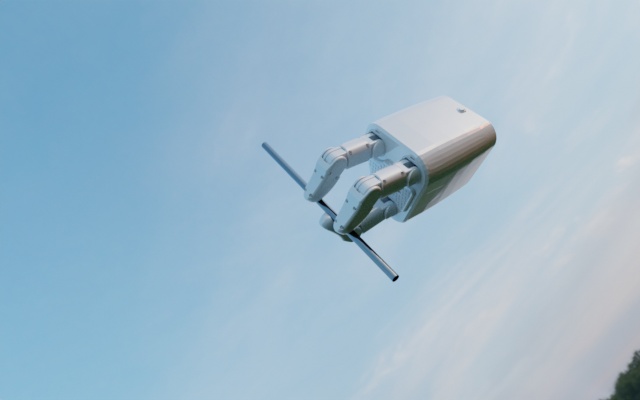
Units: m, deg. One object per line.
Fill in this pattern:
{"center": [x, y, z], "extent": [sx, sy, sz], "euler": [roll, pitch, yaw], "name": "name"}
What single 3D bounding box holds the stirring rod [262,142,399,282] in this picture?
{"center": [0.000, 0.002, 0.499], "extent": [0.011, 0.011, 0.239], "euler": [0, 35, -43], "name": "stirring rod"}
